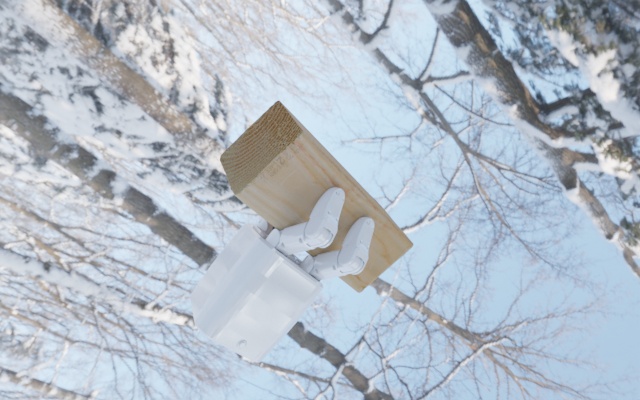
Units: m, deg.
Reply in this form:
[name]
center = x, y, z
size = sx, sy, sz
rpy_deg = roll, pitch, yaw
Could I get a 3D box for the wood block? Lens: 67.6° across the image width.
[wood block]
center = 0.000, 0.002, 0.525
size = 0.206, 0.090, 0.090
rpy_deg = 43, 7, -36
